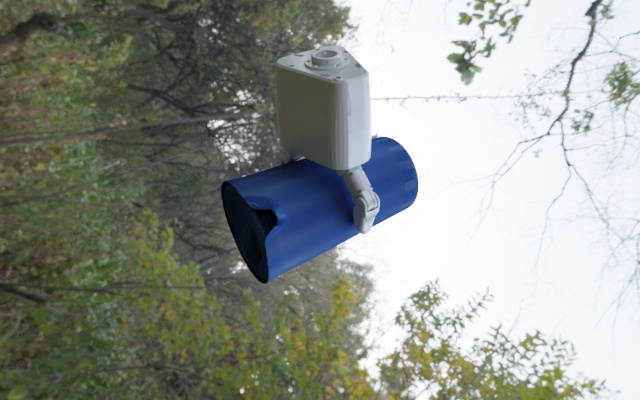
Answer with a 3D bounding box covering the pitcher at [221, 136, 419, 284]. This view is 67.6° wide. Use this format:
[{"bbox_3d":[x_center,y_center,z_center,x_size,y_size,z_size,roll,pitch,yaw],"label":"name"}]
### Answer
[{"bbox_3d":[0.000,0.002,0.631,0.243,0.145,0.149,-22,40,-24],"label":"pitcher"}]
